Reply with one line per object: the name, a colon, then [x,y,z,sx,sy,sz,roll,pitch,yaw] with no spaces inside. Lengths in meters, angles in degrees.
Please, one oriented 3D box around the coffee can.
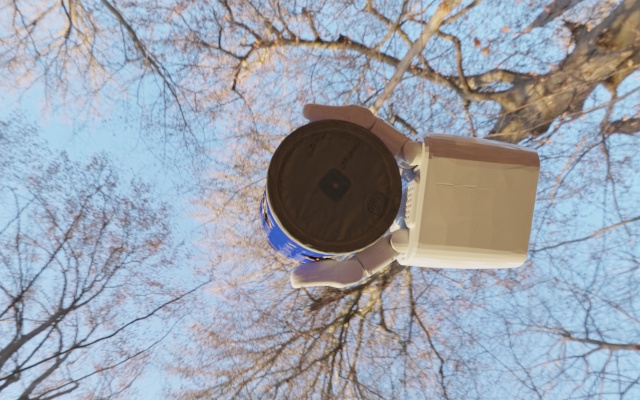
coffee can: [0.000,0.001,0.418,0.103,0.102,0.140,0,-11,-10]
